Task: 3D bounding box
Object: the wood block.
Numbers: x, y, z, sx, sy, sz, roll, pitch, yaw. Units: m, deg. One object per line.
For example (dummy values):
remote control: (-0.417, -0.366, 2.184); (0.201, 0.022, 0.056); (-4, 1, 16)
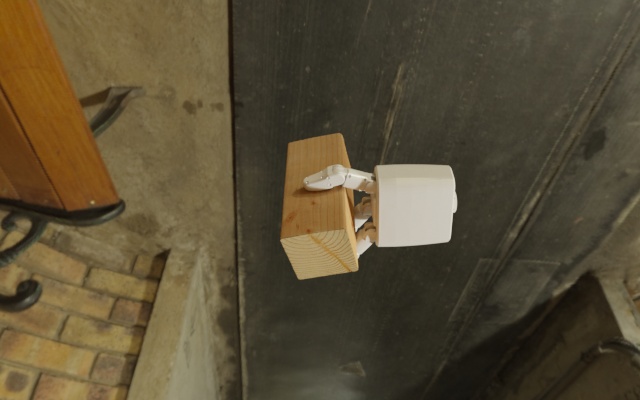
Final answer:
wood block: (0.000, 0.002, 0.711); (0.090, 0.091, 0.206); (-10, 43, 9)
